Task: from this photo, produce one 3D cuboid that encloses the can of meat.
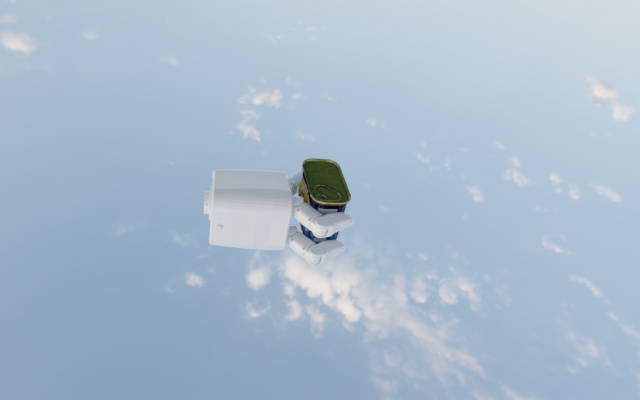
[{"bbox_3d":[0.000,0.002,0.693,0.057,0.084,0.102,1,40,-16],"label":"can of meat"}]
